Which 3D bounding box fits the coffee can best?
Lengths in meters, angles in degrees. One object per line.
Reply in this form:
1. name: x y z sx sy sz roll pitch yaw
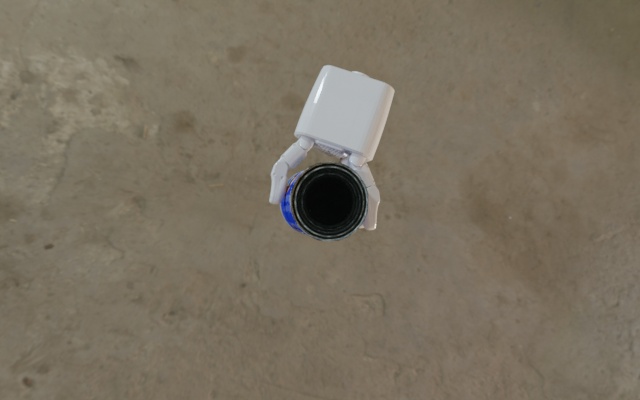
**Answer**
1. coffee can: 0.000 0.002 0.672 0.103 0.103 0.140 0 -1 -10
